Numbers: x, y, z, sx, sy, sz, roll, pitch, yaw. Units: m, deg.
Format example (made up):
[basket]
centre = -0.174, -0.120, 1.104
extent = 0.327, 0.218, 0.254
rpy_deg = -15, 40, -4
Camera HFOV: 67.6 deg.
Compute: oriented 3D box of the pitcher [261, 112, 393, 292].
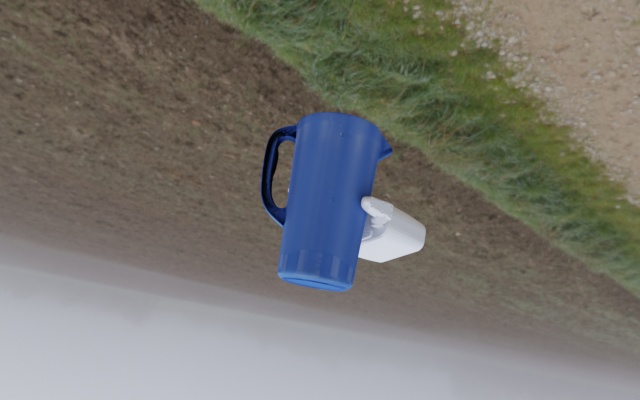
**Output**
[pitcher]
centre = 0.000, 0.002, 0.701
extent = 0.149, 0.242, 0.145
rpy_deg = -5, -22, 44
